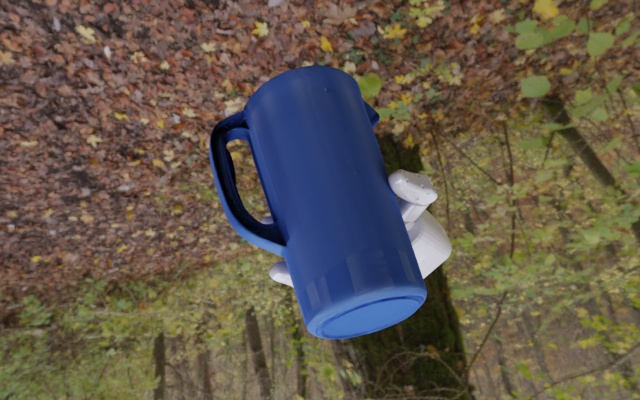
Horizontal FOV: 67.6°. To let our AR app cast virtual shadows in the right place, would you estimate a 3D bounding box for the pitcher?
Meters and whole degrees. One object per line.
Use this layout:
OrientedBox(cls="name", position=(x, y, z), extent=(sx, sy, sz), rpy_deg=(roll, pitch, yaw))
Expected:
OrientedBox(cls="pitcher", position=(0.000, 0.002, 0.458), extent=(0.149, 0.242, 0.145), rpy_deg=(-29, -32, 20))
